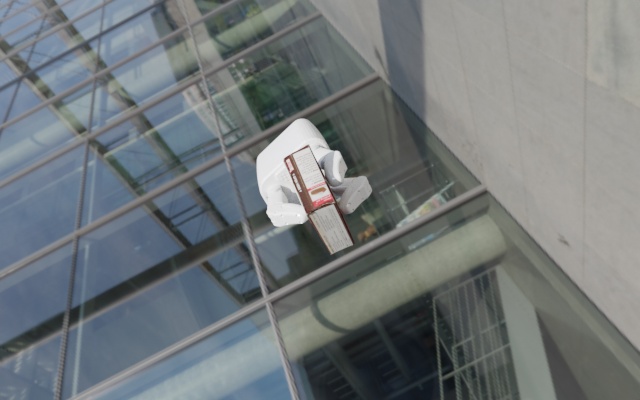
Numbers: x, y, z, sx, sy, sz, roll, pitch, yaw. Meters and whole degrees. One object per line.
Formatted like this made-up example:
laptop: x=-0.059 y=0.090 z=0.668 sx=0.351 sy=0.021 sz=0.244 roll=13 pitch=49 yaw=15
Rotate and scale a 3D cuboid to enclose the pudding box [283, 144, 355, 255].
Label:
pudding box: x=0.000 y=0.002 z=0.575 sx=0.039 sy=0.090 sz=0.114 roll=-27 pitch=-33 yaw=3
